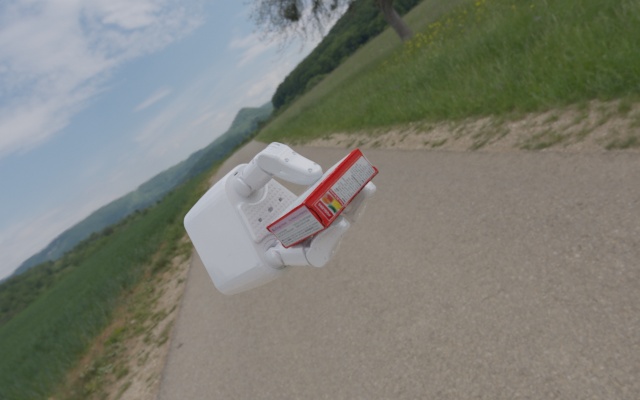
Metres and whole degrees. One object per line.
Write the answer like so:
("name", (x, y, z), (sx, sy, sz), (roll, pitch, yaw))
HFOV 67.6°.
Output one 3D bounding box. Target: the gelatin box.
("gelatin box", (0.000, 0.001, 0.410), (0.073, 0.030, 0.089), (-45, 6, -30))
